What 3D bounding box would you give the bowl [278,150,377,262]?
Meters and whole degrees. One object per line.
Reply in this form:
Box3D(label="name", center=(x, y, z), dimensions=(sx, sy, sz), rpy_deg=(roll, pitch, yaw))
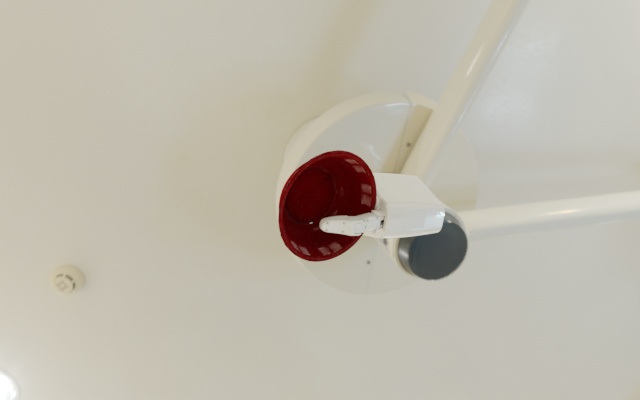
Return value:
Box3D(label="bowl", center=(-0.001, 0.002, 0.673), dimensions=(0.162, 0.162, 0.055), rpy_deg=(0, 19, -35))
